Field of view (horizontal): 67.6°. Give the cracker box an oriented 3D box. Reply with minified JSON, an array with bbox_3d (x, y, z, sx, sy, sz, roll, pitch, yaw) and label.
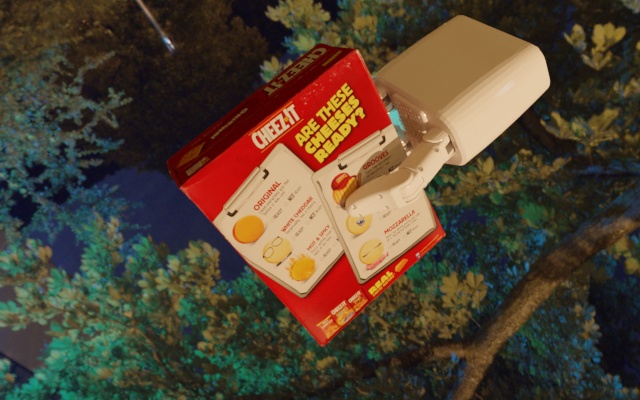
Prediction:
[{"bbox_3d":[0.000,0.002,0.420,0.164,0.214,0.072,-40,34,-9],"label":"cracker box"}]
